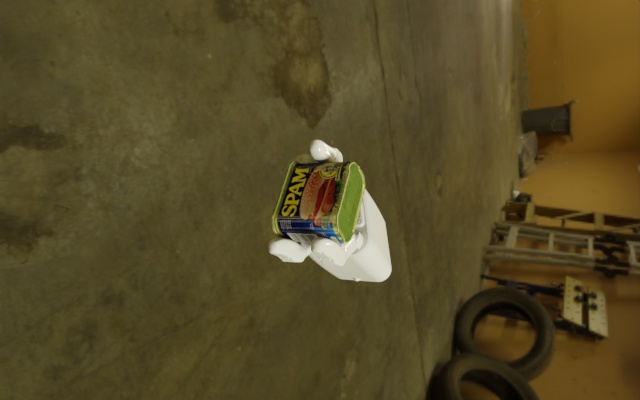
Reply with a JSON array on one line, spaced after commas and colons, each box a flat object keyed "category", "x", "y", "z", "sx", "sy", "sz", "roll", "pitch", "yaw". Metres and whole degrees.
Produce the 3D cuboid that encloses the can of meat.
[{"category": "can of meat", "x": 0.000, "y": 0.002, "z": 0.571, "sx": 0.084, "sy": 0.102, "sz": 0.057, "roll": 0, "pitch": -32, "yaw": 28}]
